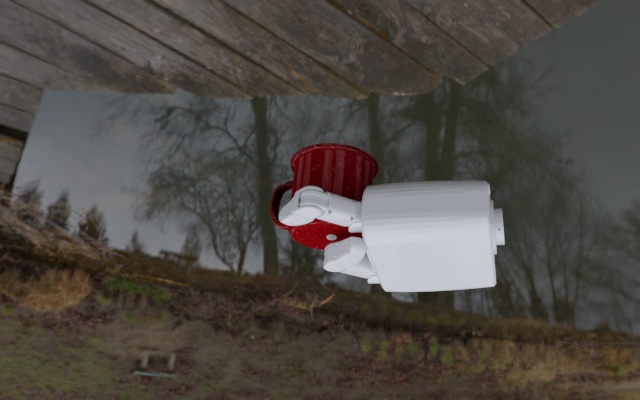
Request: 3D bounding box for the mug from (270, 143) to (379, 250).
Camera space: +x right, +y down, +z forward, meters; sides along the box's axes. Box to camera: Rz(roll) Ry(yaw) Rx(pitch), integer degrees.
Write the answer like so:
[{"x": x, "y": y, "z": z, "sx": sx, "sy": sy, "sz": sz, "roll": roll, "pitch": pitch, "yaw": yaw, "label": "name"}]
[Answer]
[{"x": -0.001, "y": 0.002, "z": 0.489, "sx": 0.117, "sy": 0.081, "sz": 0.093, "roll": -5, "pitch": -27, "yaw": 21, "label": "mug"}]
